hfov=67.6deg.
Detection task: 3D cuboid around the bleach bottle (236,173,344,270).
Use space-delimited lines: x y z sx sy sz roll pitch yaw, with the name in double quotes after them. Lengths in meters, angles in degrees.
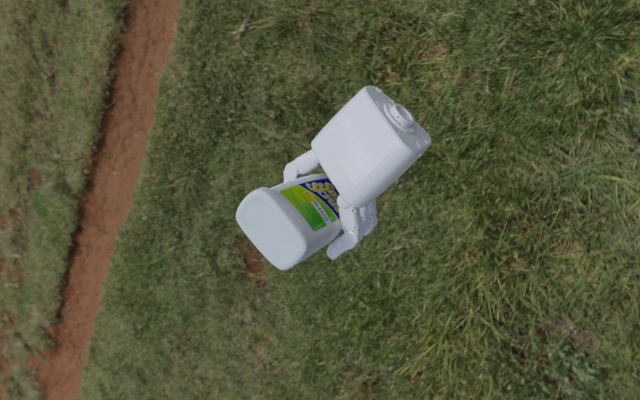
0.000 0.002 0.656 0.068 0.102 0.250 -44 -7 32 "bleach bottle"
